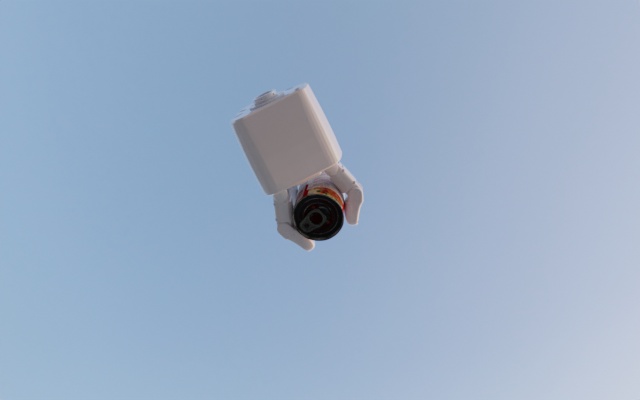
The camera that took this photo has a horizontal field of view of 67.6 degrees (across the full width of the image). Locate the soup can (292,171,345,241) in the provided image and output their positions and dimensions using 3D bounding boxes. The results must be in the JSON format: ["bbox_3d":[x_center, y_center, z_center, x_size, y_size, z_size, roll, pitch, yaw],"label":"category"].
[{"bbox_3d":[0.000,0.002,0.661,0.068,0.068,0.102,0,24,4],"label":"soup can"}]
